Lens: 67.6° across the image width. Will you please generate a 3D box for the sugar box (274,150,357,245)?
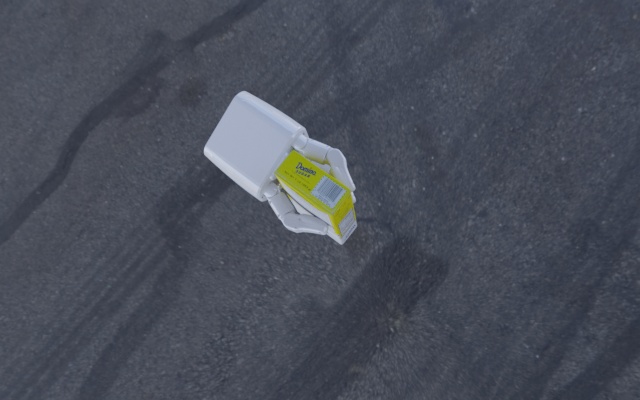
[{"bbox_3d":[0.000,0.002,0.653,0.093,0.048,0.176,37,-7,15],"label":"sugar box"}]
